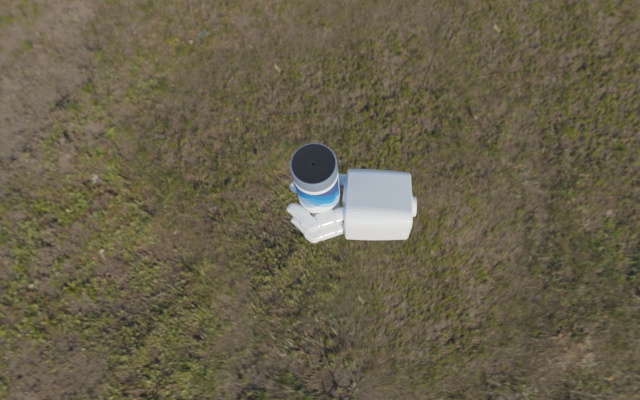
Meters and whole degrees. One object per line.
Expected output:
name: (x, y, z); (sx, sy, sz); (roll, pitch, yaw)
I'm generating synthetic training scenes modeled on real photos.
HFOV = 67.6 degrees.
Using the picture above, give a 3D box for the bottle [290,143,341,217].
bottle: (0.000, 0.003, 0.800); (0.069, 0.069, 0.296); (0, -22, 4)
